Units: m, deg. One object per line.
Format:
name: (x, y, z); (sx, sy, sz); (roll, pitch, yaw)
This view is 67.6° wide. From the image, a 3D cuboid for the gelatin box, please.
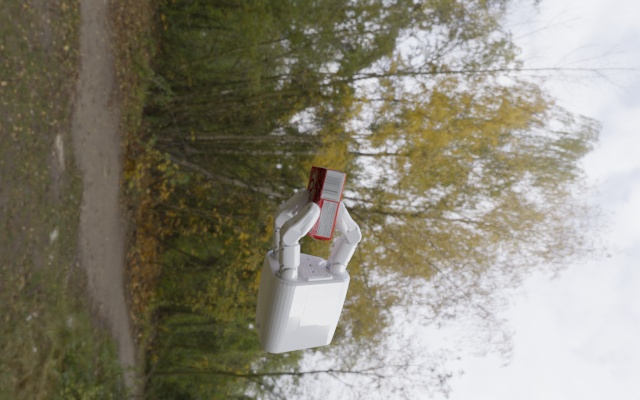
gelatin box: (0.001, 0.002, 0.619); (0.030, 0.089, 0.073); (12, 3, -16)
